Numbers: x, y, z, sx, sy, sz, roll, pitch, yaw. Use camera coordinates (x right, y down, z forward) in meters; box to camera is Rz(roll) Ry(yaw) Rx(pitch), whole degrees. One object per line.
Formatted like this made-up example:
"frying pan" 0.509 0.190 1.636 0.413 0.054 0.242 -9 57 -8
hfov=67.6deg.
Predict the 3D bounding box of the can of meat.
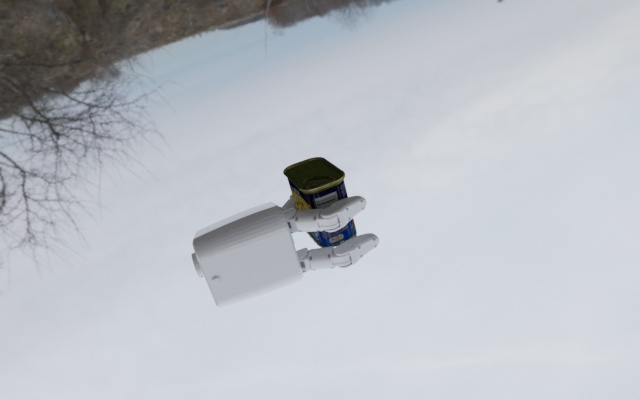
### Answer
"can of meat" 0.000 0.002 0.595 0.057 0.084 0.102 -21 25 -13
